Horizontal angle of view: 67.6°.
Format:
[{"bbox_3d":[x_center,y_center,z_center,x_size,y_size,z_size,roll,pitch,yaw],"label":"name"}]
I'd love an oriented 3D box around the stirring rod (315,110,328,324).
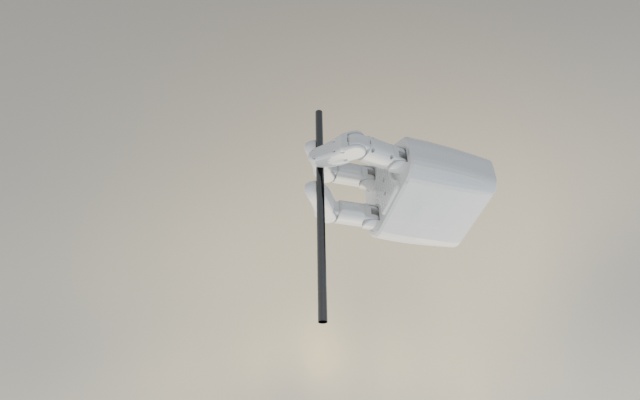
[{"bbox_3d":[0.000,0.001,0.464,0.011,0.239,0.011,-1,-34,0],"label":"stirring rod"}]
